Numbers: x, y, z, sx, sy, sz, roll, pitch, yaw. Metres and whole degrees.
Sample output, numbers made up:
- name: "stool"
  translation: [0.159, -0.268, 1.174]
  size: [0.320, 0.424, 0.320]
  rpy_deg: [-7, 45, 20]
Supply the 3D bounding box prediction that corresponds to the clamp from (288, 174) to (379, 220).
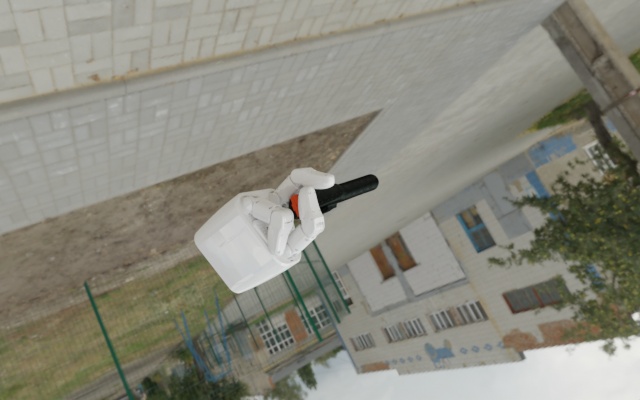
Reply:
- name: "clamp"
  translation: [0.000, 0.003, 0.684]
  size: [0.120, 0.039, 0.171]
  rpy_deg: [-35, -14, 34]
